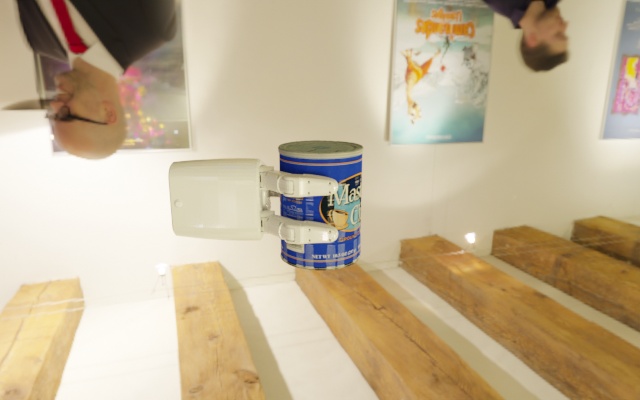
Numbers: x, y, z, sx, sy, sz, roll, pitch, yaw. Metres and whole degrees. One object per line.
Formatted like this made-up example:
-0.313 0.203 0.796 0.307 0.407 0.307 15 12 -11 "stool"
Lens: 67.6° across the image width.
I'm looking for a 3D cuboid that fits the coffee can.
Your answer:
0.000 0.002 0.591 0.103 0.140 0.102 0 15 0 "coffee can"
